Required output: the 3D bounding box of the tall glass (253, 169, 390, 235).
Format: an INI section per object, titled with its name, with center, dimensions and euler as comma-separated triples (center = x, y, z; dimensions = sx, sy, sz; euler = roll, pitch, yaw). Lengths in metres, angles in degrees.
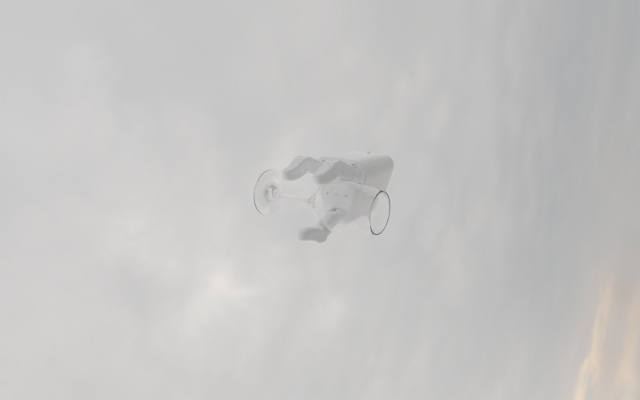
[tall glass]
center = -0.001, 0.002, 0.706
dimensions = 0.201, 0.079, 0.079
euler = 11, 6, 34
